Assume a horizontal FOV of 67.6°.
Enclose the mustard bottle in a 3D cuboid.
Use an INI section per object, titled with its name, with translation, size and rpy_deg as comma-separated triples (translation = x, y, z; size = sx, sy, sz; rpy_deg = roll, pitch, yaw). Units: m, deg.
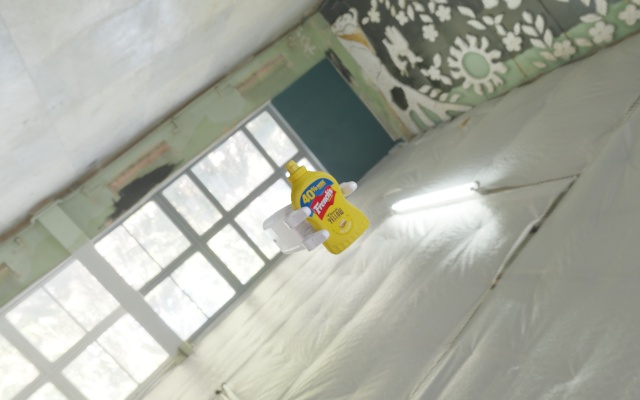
[mustard bottle]
translation = 0.000, 0.003, 0.899
size = 0.096, 0.191, 0.058
rpy_deg = -42, 9, -12
